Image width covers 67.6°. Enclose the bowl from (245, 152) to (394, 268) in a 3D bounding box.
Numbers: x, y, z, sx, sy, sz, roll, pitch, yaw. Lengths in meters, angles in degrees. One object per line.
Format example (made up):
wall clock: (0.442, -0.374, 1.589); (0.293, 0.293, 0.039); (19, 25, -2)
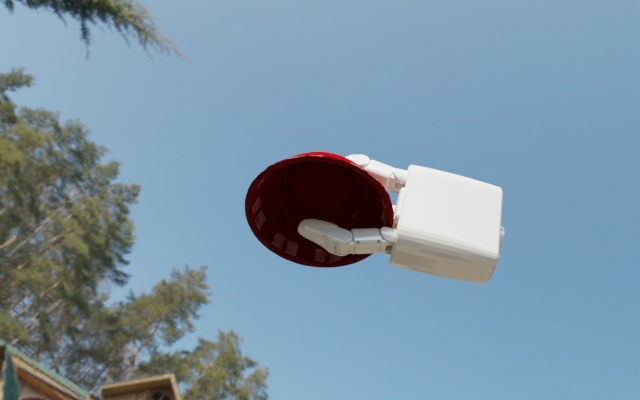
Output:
bowl: (-0.001, 0.001, 0.533); (0.162, 0.162, 0.055); (0, 40, 7)
